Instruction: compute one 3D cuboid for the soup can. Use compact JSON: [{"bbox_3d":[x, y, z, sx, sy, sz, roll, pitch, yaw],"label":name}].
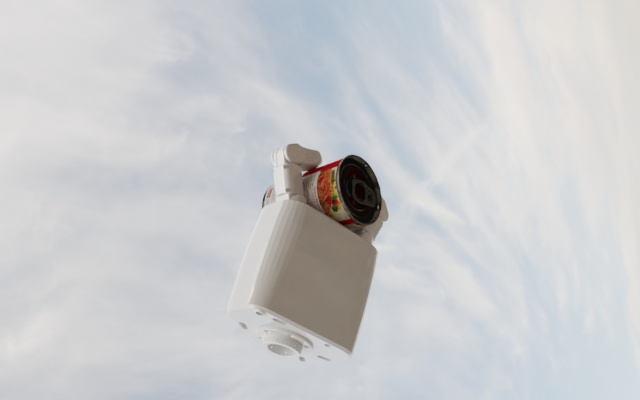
[{"bbox_3d":[0.000,0.001,0.475,0.102,0.068,0.068,-17,-11,38],"label":"soup can"}]
